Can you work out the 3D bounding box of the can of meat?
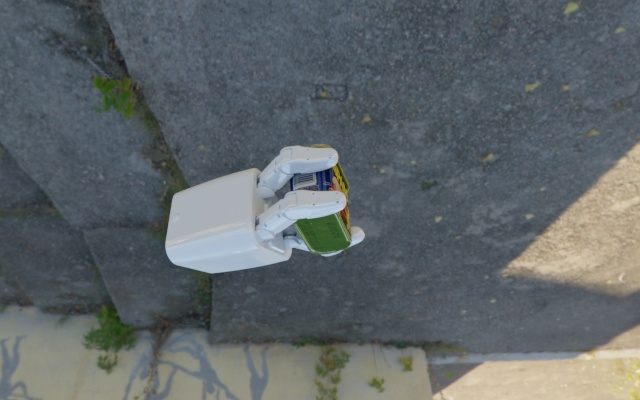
[{"bbox_3d":[0.000,0.002,0.539,0.057,0.084,0.102,-11,-35,12],"label":"can of meat"}]
